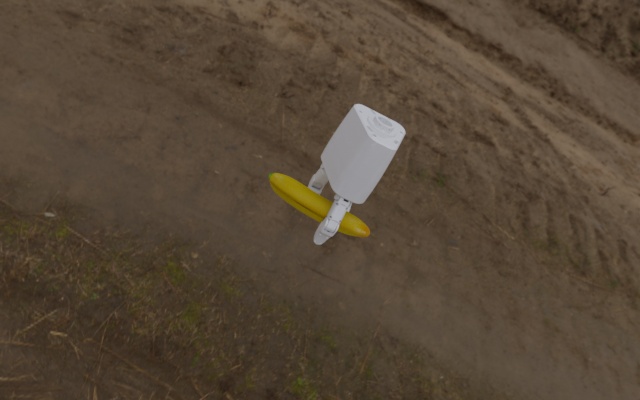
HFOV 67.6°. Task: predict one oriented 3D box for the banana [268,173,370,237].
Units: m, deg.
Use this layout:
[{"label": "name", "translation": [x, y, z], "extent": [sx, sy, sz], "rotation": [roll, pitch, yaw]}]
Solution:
[{"label": "banana", "translation": [-0.008, 0.004, 0.767], "extent": [0.198, 0.037, 0.069], "rotation": [33, 18, 9]}]
